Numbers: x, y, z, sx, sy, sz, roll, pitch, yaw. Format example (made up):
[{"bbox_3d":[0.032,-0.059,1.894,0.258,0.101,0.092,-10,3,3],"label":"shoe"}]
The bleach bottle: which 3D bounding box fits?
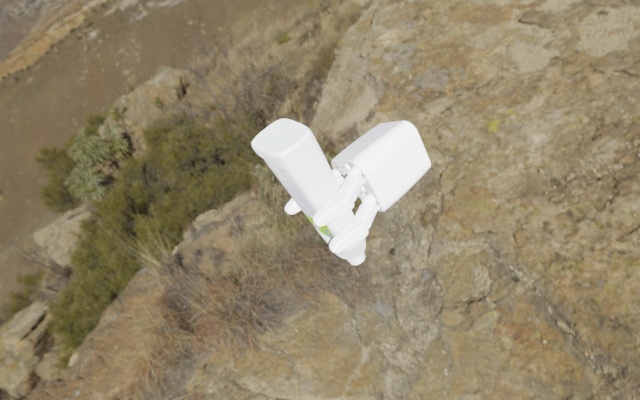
[{"bbox_3d":[0.000,0.002,0.703,0.068,0.251,0.102,-41,35,-13],"label":"bleach bottle"}]
